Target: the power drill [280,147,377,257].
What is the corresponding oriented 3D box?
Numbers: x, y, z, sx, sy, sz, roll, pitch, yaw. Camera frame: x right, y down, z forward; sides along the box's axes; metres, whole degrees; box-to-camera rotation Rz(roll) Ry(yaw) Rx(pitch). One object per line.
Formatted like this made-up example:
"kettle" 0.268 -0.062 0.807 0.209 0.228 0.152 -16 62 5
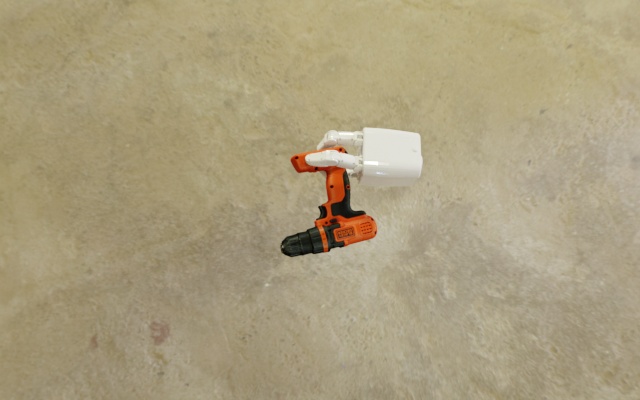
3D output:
"power drill" 0.000 0.002 0.890 0.184 0.187 0.057 -13 -2 -13
